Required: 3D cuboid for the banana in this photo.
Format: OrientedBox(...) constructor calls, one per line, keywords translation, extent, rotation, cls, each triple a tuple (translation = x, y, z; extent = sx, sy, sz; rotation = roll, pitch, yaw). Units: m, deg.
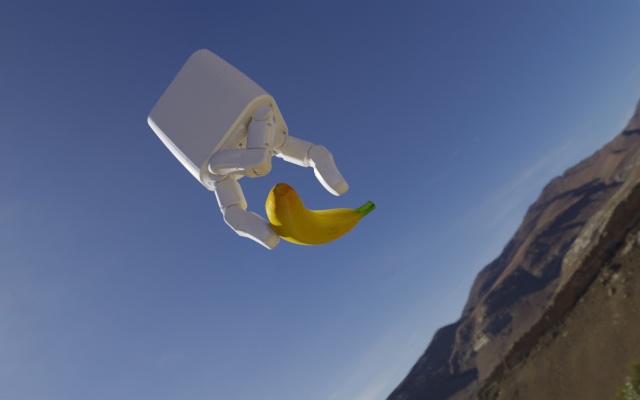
OrientedBox(translation=(-0.009, 0.017, 0.490), extent=(0.037, 0.069, 0.198), rotation=(42, 15, 23), cls="banana")
